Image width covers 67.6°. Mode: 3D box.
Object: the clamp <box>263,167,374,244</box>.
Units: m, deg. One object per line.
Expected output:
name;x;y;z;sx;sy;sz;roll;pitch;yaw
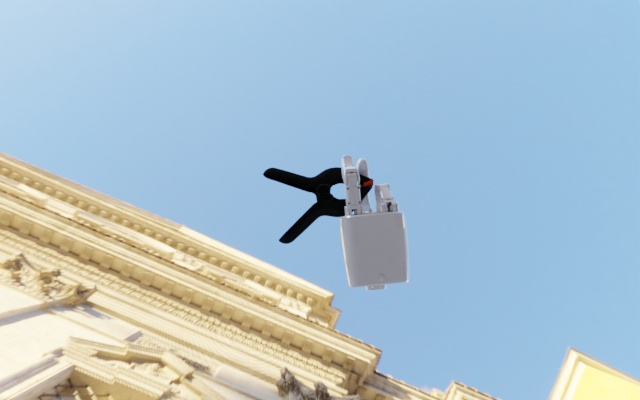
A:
clamp;0.000;0.002;0.745;0.171;0.120;0.039;-5;-5;-5
